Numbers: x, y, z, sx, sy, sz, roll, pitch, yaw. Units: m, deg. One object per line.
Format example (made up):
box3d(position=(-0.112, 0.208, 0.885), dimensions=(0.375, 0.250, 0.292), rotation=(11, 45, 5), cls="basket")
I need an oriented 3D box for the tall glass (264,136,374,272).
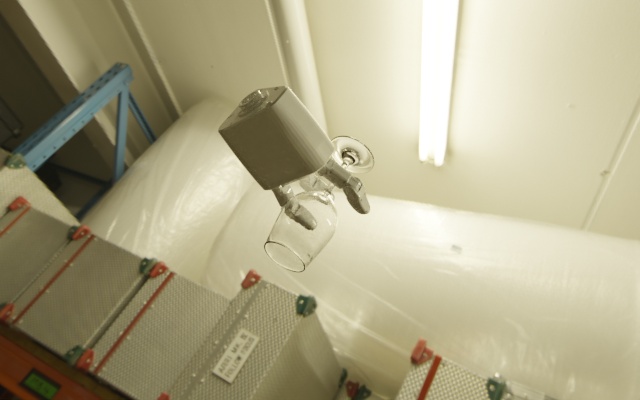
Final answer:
box3d(position=(0.001, 0.002, 0.662), dimensions=(0.079, 0.201, 0.079), rotation=(23, -33, 16), cls="tall glass")
